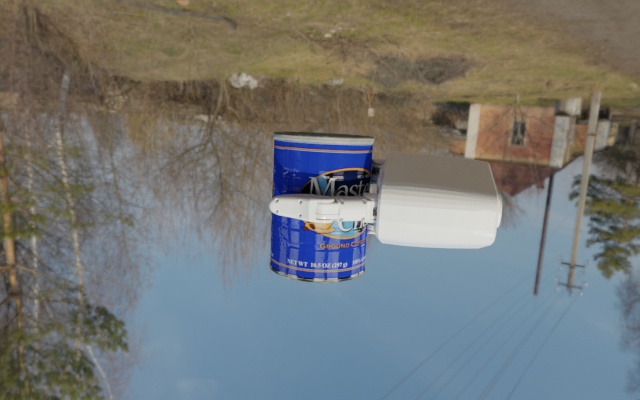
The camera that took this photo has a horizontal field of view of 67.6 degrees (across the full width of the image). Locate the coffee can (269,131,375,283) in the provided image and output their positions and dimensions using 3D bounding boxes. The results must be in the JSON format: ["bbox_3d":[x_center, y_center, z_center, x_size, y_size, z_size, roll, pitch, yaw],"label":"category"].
[{"bbox_3d":[0.000,0.001,0.496,0.103,0.140,0.103,3,10,0],"label":"coffee can"}]
